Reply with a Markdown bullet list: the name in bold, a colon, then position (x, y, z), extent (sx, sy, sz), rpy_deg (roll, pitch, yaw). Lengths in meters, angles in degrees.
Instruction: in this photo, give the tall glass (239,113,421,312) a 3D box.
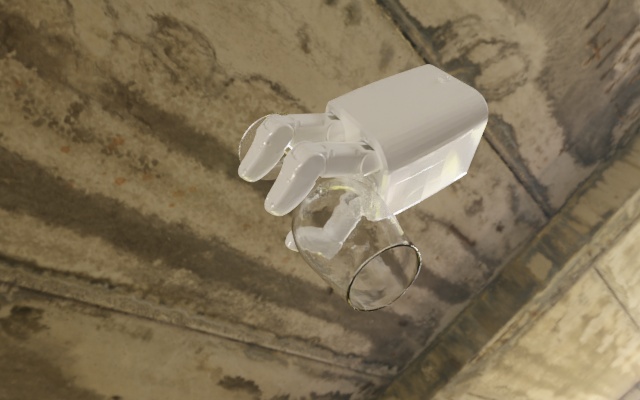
- **tall glass**: position (0.000, 0.001, 0.404), extent (0.079, 0.079, 0.201), rpy_deg (0, 33, -33)
